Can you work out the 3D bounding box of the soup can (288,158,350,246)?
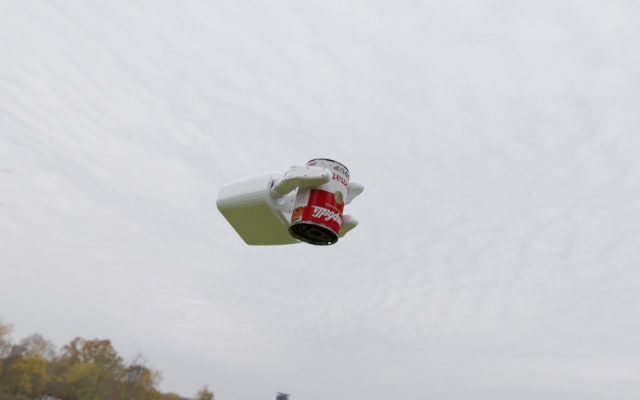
[{"bbox_3d":[0.001,0.002,0.651,0.068,0.102,0.068,10,-28,5],"label":"soup can"}]
